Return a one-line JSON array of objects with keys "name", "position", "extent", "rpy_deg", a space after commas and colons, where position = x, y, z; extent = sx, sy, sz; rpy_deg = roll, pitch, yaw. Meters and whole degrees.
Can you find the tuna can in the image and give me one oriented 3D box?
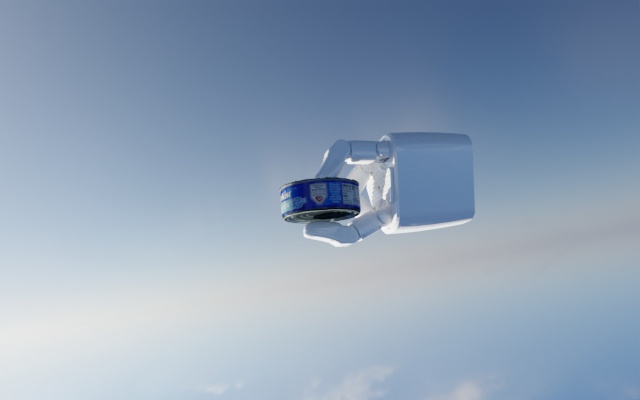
[{"name": "tuna can", "position": [0.000, 0.002, 0.510], "extent": [0.086, 0.033, 0.086], "rpy_deg": [-4, -11, -1]}]
